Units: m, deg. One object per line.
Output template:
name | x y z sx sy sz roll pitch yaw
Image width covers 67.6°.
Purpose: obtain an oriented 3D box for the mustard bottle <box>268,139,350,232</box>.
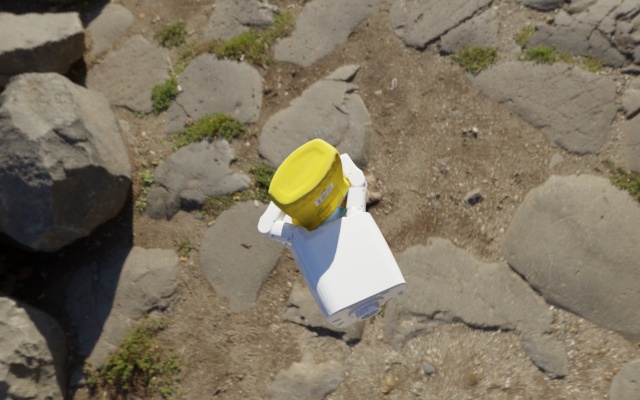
mustard bottle | 0.000 0.002 0.637 0.058 0.096 0.192 35 -10 25
